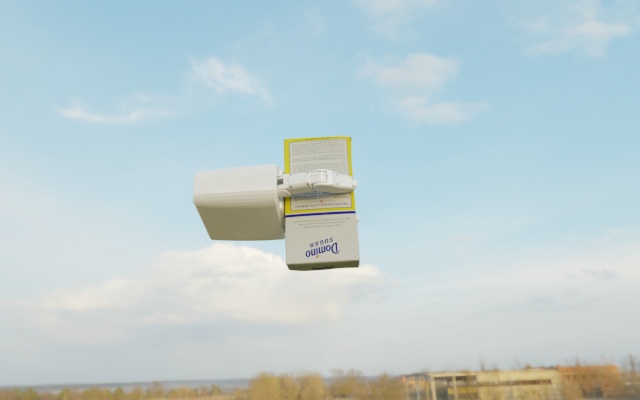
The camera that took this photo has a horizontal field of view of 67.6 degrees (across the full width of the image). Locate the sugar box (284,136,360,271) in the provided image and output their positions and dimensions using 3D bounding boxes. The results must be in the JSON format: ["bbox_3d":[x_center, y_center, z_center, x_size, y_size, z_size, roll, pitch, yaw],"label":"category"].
[{"bbox_3d":[0.000,0.002,0.628,0.093,0.176,0.048,-3,-20,2],"label":"sugar box"}]
